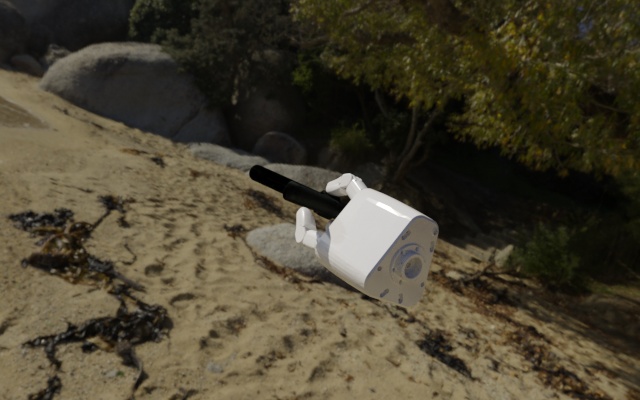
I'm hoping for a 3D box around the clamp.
[{"bbox_3d":[0.001,0.002,0.694,0.210,0.036,0.164,23,3,-34],"label":"clamp"}]
